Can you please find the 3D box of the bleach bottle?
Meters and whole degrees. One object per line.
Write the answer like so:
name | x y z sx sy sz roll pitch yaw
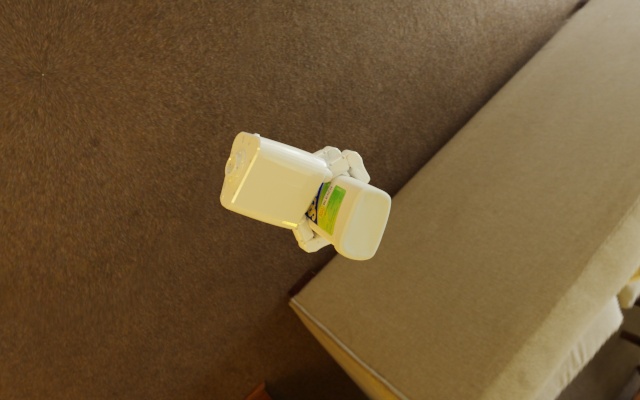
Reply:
bleach bottle | 0.000 0.002 0.728 0.068 0.102 0.250 17 4 -32
